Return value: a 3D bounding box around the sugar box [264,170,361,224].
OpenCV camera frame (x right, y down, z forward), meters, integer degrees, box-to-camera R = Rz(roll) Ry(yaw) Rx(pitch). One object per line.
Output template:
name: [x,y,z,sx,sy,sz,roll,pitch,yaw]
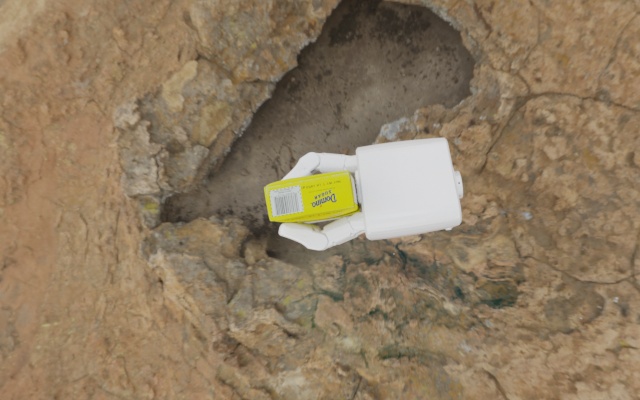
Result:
sugar box: [0.000,0.002,0.577,0.093,0.048,0.176,-9,-8,8]
